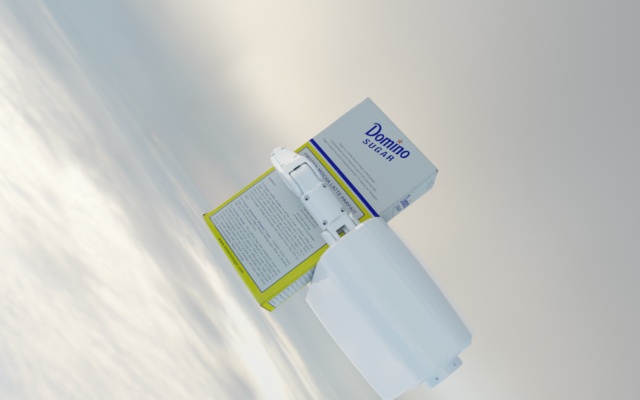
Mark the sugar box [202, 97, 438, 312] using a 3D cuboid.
[{"bbox_3d":[0.000,0.002,0.401,0.176,0.093,0.048,-35,-20,-9],"label":"sugar box"}]
